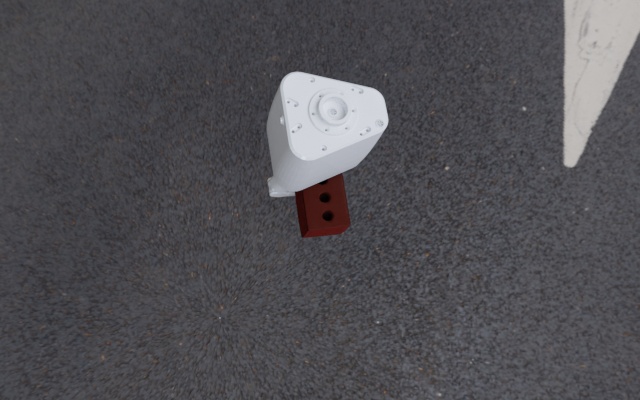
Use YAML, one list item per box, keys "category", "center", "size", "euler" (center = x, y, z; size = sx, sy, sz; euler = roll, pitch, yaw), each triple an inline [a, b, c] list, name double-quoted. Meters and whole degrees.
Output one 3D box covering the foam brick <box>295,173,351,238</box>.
- category: "foam brick"
  center: [0.000, 0.002, 0.577]
  size: [0.053, 0.078, 0.051]
  euler: [-7, -12, -14]
